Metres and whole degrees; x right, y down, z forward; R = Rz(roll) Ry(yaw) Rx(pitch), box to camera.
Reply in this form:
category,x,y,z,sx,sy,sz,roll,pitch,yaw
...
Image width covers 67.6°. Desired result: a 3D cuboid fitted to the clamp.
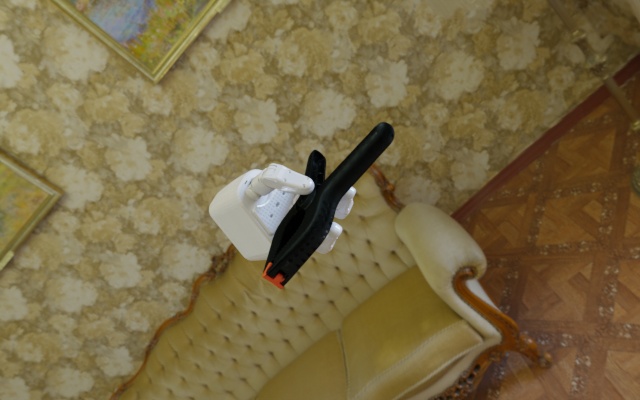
category,x,y,z,sx,sy,sz,roll,pitch,yaw
clamp,-0.001,0.002,0.545,0.036,0.210,0.164,38,-30,-20
